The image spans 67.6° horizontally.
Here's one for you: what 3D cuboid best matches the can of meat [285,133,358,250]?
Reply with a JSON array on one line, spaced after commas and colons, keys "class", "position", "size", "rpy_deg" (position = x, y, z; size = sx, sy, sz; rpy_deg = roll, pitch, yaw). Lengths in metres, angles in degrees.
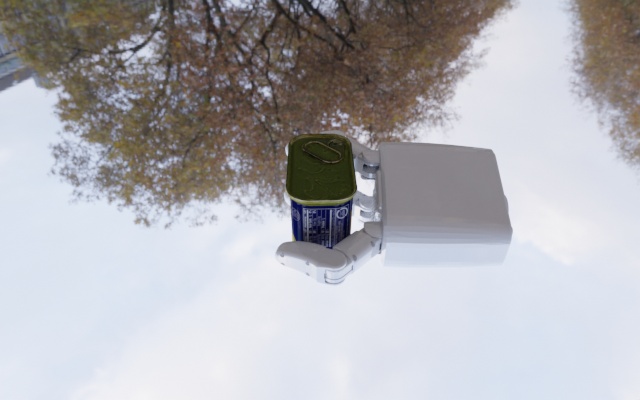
[{"class": "can of meat", "position": [0.000, 0.002, 0.429], "size": [0.057, 0.084, 0.102], "rpy_deg": [-1, 38, -1]}]
